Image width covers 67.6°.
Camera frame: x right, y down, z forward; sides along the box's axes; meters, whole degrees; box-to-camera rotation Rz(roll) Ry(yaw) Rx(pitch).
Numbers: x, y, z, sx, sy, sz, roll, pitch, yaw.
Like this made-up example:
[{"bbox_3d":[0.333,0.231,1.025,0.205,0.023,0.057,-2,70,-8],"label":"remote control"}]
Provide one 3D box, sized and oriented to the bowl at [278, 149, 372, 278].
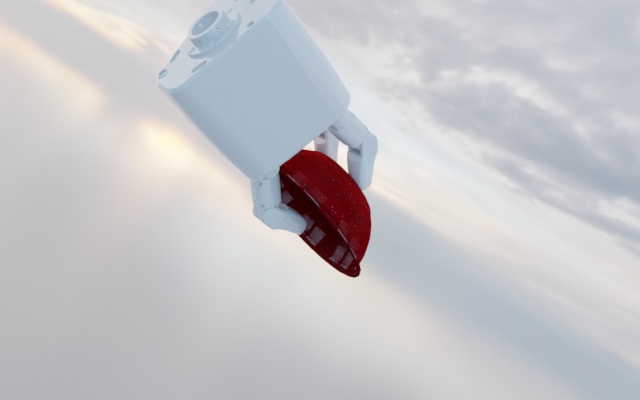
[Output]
[{"bbox_3d":[0.001,0.002,0.489,0.055,0.162,0.162,-41,13,-16],"label":"bowl"}]
